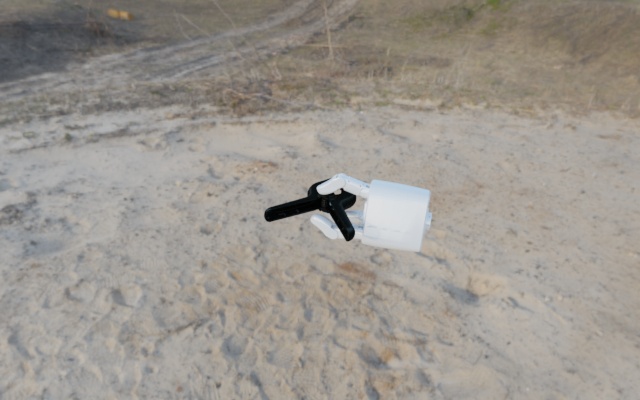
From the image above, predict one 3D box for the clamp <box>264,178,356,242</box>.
[{"bbox_3d":[0.001,0.002,0.886,0.164,0.036,0.210,10,29,11],"label":"clamp"}]
